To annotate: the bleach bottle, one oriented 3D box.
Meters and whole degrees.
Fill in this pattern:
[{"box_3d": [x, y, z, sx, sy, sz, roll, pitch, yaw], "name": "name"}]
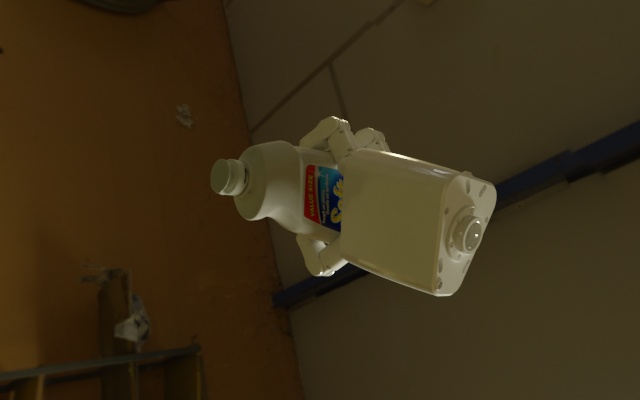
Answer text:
[{"box_3d": [0.000, 0.001, 0.489, 0.251, 0.102, 0.068, 9, 8, -45], "name": "bleach bottle"}]
